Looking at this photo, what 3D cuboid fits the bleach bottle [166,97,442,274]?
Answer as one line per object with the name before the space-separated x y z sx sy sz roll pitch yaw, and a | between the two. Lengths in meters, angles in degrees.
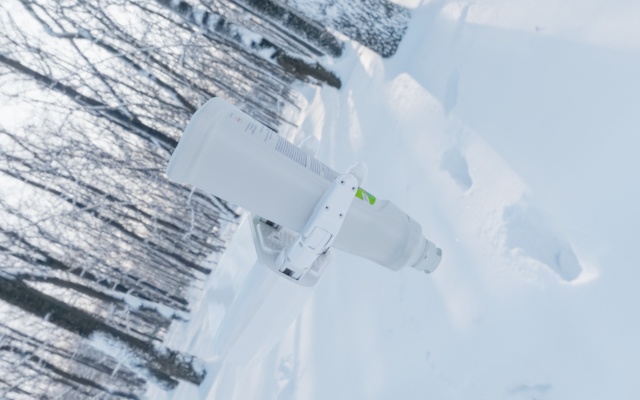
bleach bottle | 0.000 0.001 0.424 0.251 0.068 0.102 29 18 -11
